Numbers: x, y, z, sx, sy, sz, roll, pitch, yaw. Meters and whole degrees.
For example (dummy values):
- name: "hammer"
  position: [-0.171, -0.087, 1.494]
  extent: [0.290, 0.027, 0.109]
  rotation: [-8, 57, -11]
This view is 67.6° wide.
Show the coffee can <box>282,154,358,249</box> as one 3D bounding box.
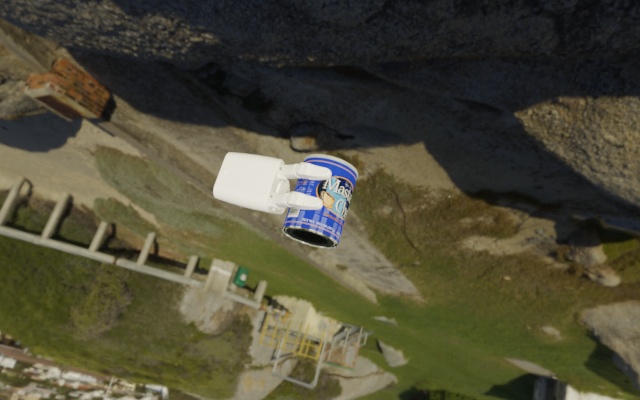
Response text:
- name: "coffee can"
  position: [0.000, 0.003, 0.847]
  extent: [0.103, 0.140, 0.103]
  rotation: [15, -18, 5]
